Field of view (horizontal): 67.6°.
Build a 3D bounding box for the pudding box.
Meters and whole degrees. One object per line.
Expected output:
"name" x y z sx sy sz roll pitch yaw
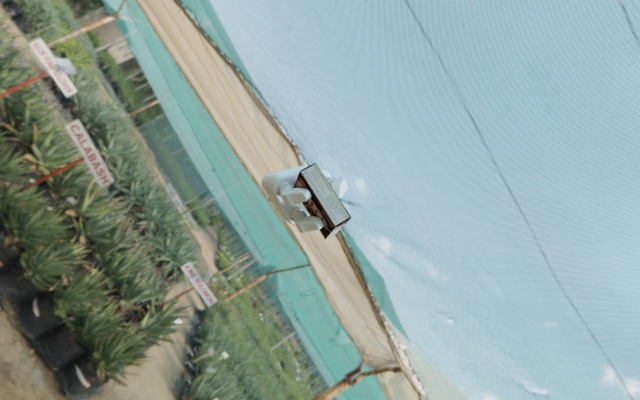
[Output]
"pudding box" 0.000 0.003 0.811 0.039 0.113 0.090 -32 -9 -16
